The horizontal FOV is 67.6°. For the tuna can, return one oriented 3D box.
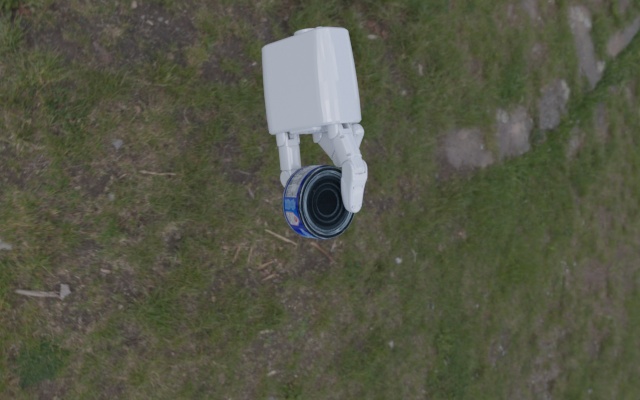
[{"bbox_3d":[0.000,0.002,0.549,0.086,0.086,0.034,0,3,-38],"label":"tuna can"}]
